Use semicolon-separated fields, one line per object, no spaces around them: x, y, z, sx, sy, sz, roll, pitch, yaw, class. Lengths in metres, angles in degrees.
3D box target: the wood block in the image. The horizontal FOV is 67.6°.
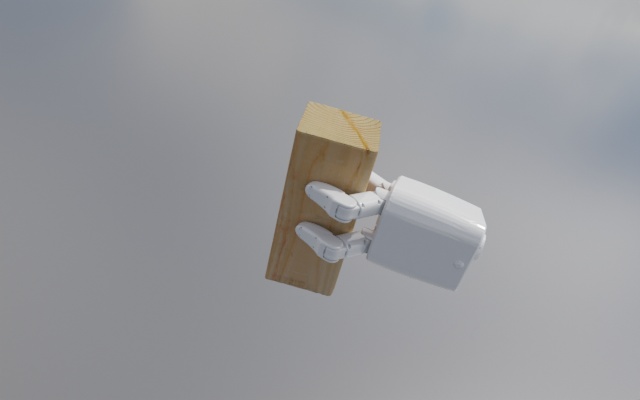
0.001;0.002;0.574;0.090;0.206;0.090;15;32;0;wood block
